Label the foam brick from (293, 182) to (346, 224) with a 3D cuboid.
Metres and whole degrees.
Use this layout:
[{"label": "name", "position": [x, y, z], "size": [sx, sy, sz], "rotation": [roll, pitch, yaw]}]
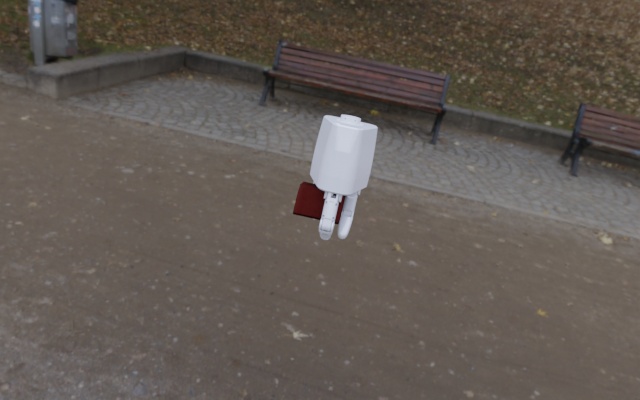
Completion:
[{"label": "foam brick", "position": [0.000, 0.003, 0.793], "size": [0.078, 0.051, 0.053], "rotation": [12, 10, 4]}]
